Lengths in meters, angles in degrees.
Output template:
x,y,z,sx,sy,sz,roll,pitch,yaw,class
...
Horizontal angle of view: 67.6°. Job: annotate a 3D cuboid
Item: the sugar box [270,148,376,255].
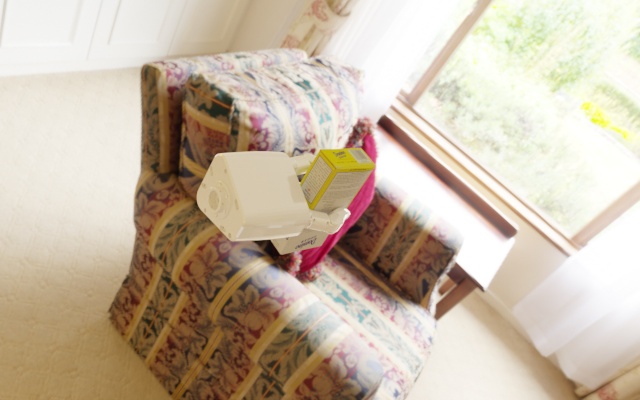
x,y,z,sx,sy,sz,roll,pitch,yaw,class
0.000,0.002,0.708,0.093,0.048,0.176,-7,-38,-46,sugar box
